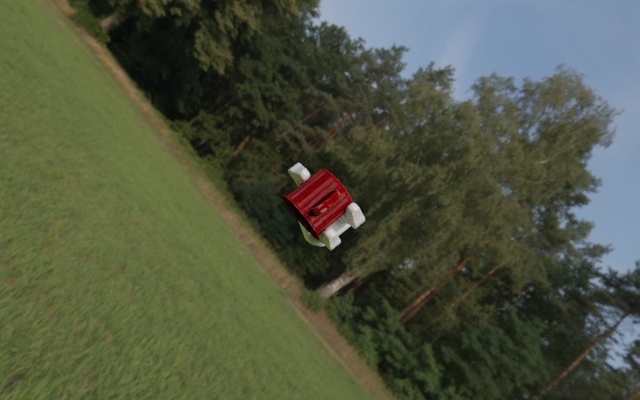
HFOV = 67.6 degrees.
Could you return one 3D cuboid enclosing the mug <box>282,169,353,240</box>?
[{"bbox_3d":[0.001,0.002,0.766,0.081,0.093,0.117,-39,6,-10],"label":"mug"}]
